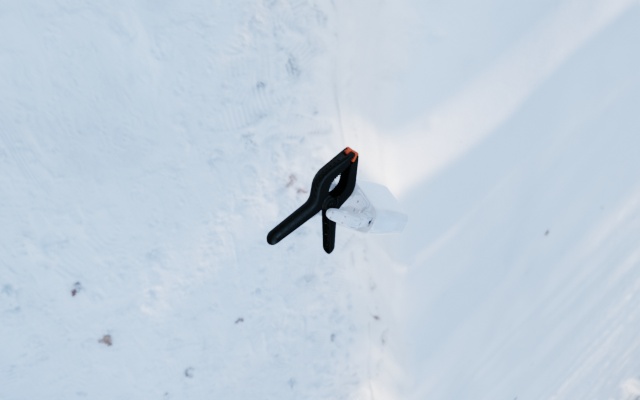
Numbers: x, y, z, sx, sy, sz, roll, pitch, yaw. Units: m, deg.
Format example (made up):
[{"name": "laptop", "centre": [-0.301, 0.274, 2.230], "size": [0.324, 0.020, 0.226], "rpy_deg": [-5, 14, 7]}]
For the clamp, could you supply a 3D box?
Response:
[{"name": "clamp", "centre": [0.001, 0.003, 0.830], "size": [0.164, 0.210, 0.036], "rpy_deg": [6, 25, -46]}]
